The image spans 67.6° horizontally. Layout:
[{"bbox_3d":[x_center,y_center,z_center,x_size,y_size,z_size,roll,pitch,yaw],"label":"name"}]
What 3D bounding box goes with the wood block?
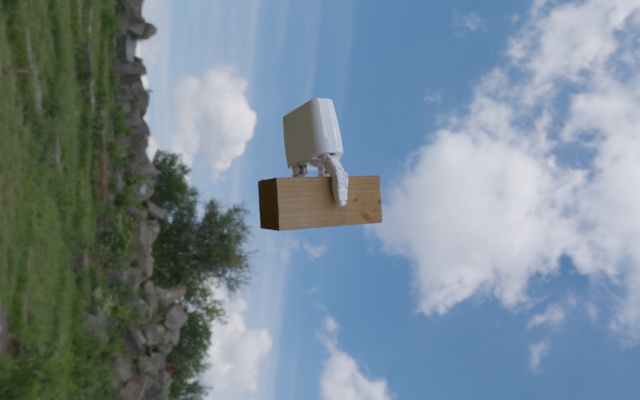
[{"bbox_3d":[0.000,0.002,0.869,0.206,0.090,0.091,-3,0,-27],"label":"wood block"}]
